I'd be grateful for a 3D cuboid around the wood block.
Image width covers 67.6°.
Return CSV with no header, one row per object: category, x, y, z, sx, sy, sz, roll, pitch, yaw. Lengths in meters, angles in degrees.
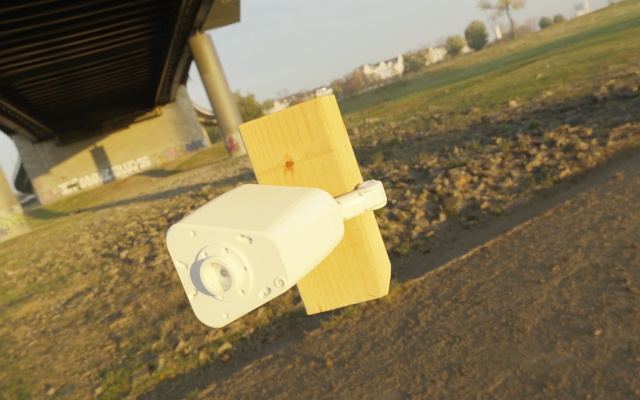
wood block,0.000,0.002,0.509,0.091,0.206,0.090,-17,10,14
